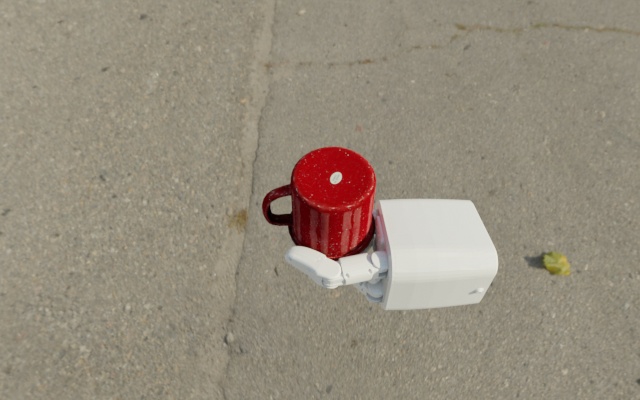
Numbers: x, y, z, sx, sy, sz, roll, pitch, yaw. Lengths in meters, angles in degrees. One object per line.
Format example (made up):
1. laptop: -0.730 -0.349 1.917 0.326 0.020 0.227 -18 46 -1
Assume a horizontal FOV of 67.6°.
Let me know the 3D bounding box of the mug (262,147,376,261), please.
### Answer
1. mug: -0.001 0.001 0.477 0.117 0.093 0.082 -3 -37 -3
